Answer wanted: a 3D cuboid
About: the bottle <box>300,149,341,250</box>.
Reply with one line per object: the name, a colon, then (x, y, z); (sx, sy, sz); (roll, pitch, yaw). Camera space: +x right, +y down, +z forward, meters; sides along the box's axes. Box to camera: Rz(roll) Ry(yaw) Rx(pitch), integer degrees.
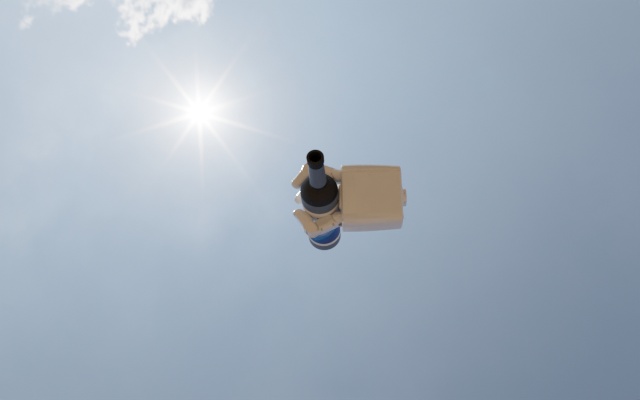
bottle: (0.000, 0.003, 0.851); (0.069, 0.069, 0.296); (0, -28, 4)
